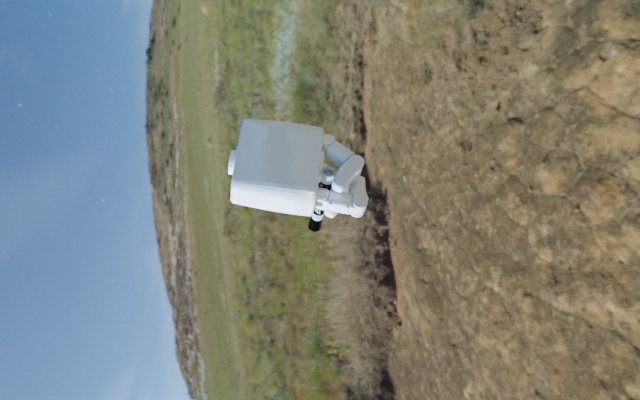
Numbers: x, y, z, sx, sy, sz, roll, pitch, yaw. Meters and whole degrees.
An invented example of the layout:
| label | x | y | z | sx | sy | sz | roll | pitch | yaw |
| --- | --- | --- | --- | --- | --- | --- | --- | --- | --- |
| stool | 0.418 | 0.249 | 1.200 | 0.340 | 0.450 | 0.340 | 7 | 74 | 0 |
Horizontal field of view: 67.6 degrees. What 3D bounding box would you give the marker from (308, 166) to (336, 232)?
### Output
| label | x | y | z | sx | sy | sz | roll | pitch | yaw |
| --- | --- | --- | --- | --- | --- | --- | --- | --- | --- |
| marker | 0.000 | 0.002 | 0.637 | 0.020 | 0.020 | 0.121 | 0 | -39 | -12 |
